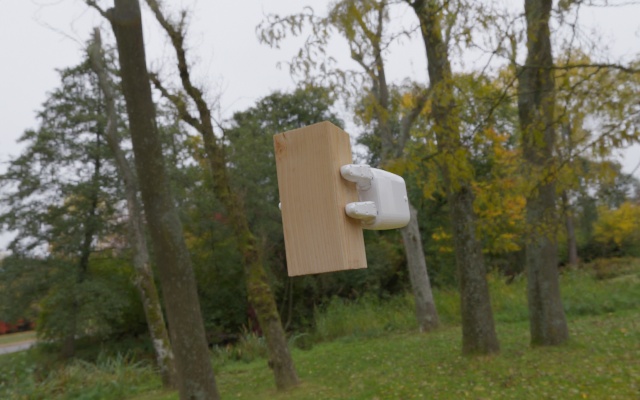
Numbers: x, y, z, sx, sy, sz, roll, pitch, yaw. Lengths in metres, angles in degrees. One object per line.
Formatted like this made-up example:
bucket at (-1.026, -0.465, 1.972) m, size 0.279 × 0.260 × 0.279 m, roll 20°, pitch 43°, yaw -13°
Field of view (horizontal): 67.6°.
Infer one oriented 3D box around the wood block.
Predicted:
wood block at (0.000, 0.002, 0.699) m, size 0.091 × 0.206 × 0.090 m, roll -11°, pitch -10°, yaw 24°
